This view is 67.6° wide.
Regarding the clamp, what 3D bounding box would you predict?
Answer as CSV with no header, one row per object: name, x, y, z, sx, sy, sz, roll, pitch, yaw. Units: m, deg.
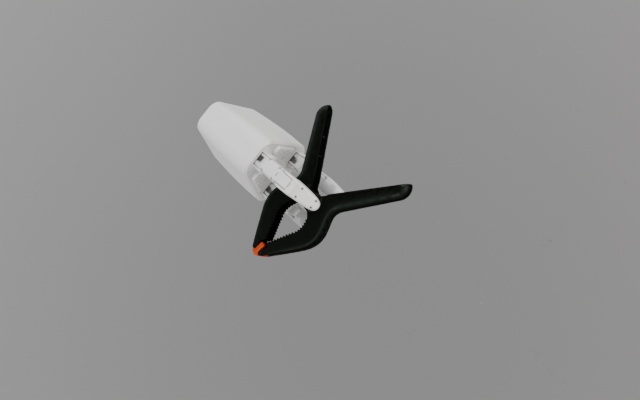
clamp,-0.001,0.002,0.603,0.164,0.210,0.036,40,3,21
